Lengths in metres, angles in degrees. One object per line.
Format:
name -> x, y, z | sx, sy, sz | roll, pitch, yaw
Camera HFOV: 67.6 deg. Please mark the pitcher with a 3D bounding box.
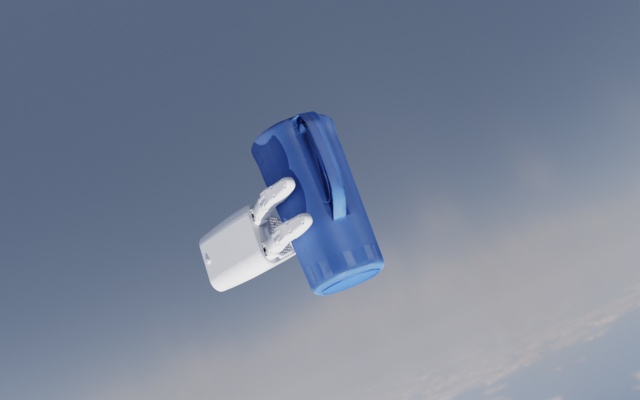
pitcher -> 0.000, 0.002, 0.682 | 0.145, 0.242, 0.149 | -31, -20, 23
